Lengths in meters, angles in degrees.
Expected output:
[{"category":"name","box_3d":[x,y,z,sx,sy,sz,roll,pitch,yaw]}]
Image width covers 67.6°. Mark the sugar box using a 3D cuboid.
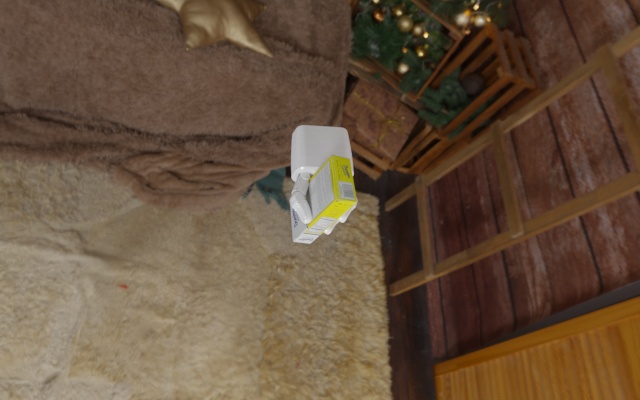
[{"category":"sugar box","box_3d":[0.001,0.003,0.884,0.048,0.093,0.176,8,-31,-25]}]
